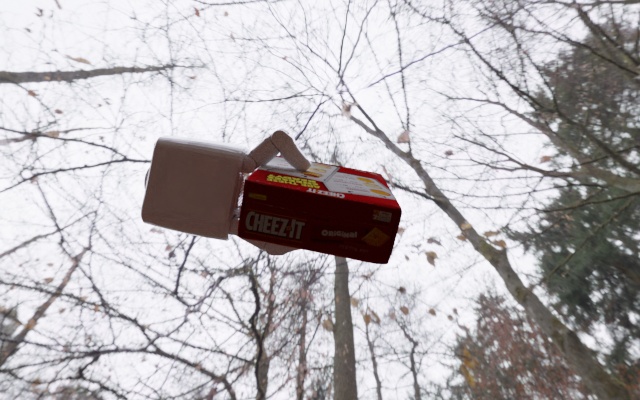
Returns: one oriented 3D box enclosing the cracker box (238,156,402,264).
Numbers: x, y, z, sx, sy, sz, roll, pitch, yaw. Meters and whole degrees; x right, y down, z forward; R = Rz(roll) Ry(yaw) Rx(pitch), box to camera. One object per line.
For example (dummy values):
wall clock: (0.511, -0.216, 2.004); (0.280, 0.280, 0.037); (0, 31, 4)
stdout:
cracker box: (0.000, 0.002, 0.588); (0.164, 0.072, 0.213); (10, 13, -1)
